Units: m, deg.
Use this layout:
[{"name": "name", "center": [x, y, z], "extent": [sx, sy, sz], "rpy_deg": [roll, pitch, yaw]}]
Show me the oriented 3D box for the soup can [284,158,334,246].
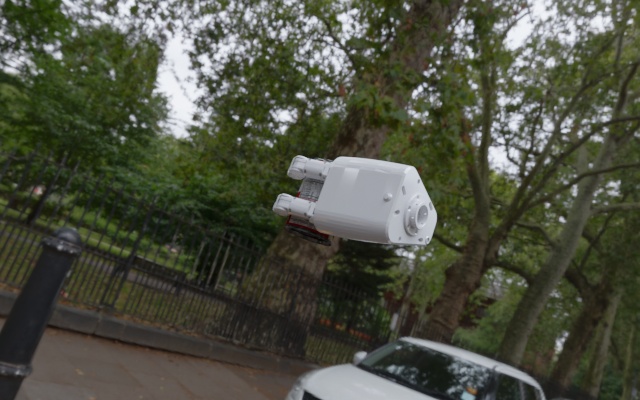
[{"name": "soup can", "center": [0.000, 0.002, 0.645], "extent": [0.068, 0.102, 0.068], "rpy_deg": [19, -12, 4]}]
